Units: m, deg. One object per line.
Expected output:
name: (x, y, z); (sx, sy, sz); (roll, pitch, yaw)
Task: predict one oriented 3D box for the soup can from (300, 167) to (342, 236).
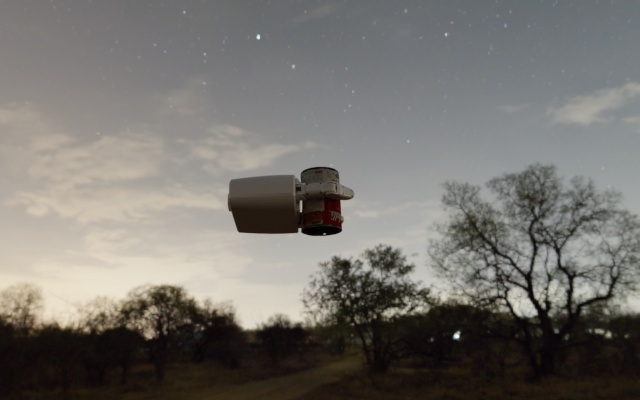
soup can: (0.001, 0.002, 0.796); (0.068, 0.102, 0.068); (-2, -18, -1)
